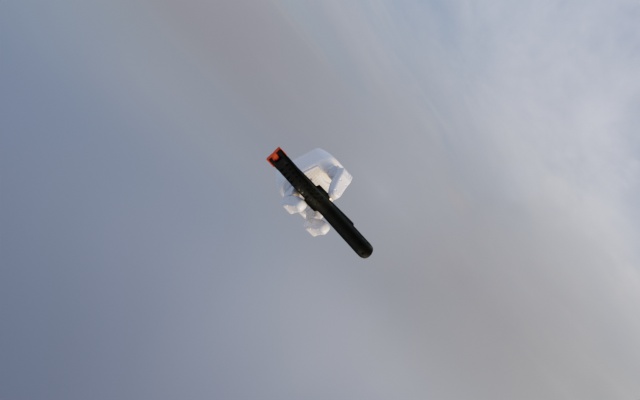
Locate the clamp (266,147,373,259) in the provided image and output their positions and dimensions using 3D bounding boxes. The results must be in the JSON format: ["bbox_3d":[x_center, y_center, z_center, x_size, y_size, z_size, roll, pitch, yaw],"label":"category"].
[{"bbox_3d":[0.000,0.001,0.748,0.210,0.036,0.164,45,1,-20],"label":"clamp"}]
